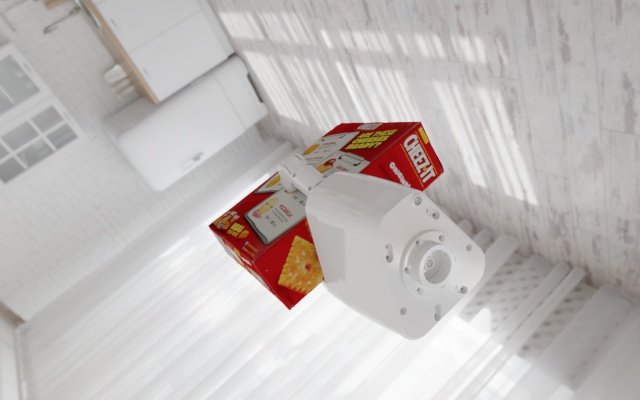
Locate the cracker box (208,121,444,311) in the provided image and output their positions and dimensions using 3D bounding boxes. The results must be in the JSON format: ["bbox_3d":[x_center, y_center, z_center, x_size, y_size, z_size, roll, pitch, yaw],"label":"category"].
[{"bbox_3d":[0.000,0.002,0.517,0.213,0.072,0.164,-39,23,-16],"label":"cracker box"}]
